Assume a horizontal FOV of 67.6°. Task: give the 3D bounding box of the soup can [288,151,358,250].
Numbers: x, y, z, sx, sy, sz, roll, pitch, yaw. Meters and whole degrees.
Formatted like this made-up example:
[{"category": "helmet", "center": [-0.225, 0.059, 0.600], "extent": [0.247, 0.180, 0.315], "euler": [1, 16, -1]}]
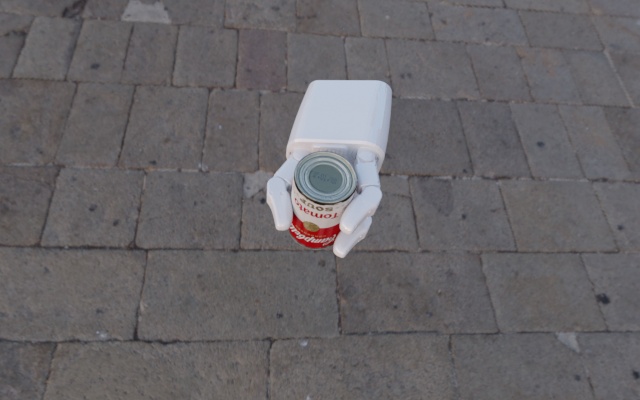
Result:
[{"category": "soup can", "center": [0.000, 0.002, 0.527], "extent": [0.068, 0.068, 0.102], "euler": [0, -32, -8]}]
